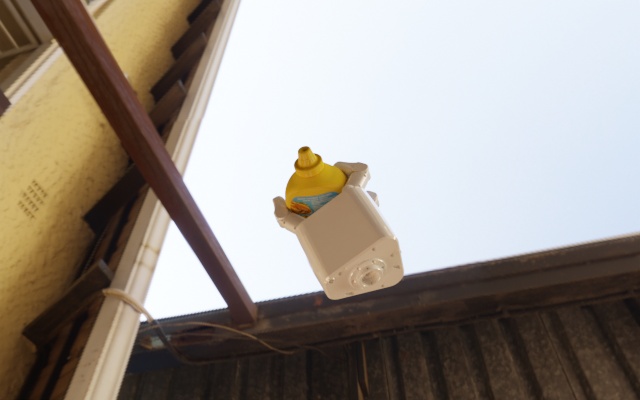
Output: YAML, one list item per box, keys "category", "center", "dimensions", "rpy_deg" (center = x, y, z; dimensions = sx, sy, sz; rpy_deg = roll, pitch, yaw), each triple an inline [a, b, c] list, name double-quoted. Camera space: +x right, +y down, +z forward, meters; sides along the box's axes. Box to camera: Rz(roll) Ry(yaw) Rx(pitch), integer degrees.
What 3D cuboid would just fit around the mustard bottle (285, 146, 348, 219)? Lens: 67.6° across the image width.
- category: "mustard bottle"
  center: [0.000, 0.002, 0.696]
  dimensions: [0.096, 0.192, 0.058]
  rpy_deg: [-8, 41, 12]
